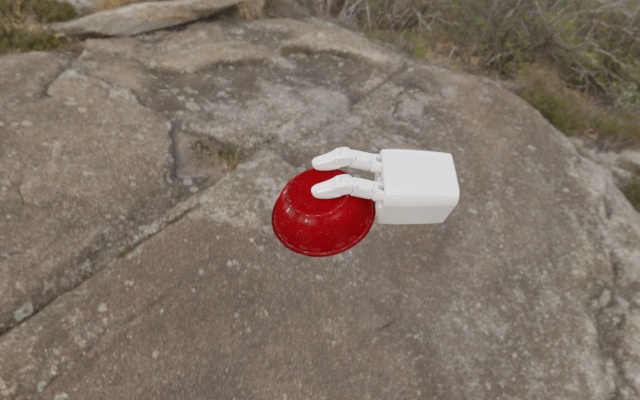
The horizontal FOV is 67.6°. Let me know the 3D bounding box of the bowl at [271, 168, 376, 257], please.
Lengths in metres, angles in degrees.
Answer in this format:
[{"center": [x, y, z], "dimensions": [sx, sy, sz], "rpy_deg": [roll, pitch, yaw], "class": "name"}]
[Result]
[{"center": [-0.001, 0.002, 0.712], "dimensions": [0.162, 0.162, 0.055], "rpy_deg": [0, -38, 11], "class": "bowl"}]
